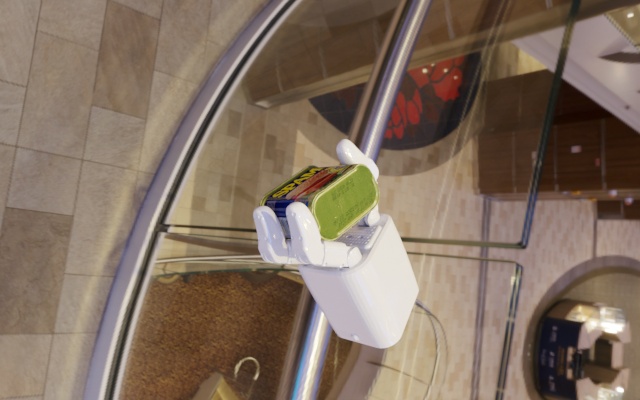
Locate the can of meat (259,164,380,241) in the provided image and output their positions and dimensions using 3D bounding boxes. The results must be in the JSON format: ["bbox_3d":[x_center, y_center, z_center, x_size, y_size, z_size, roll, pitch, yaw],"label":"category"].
[{"bbox_3d":[0.000,0.002,0.506,0.084,0.057,0.102,-1,28,49],"label":"can of meat"}]
